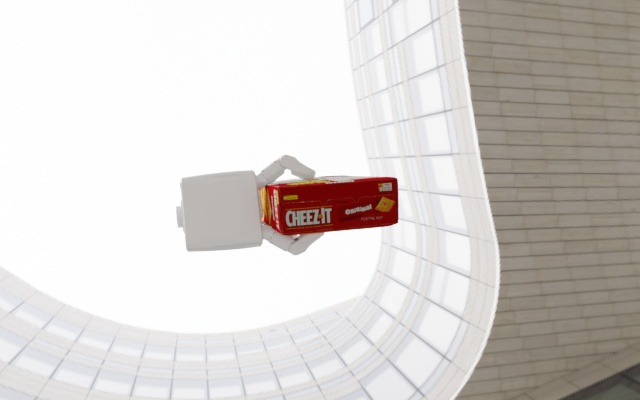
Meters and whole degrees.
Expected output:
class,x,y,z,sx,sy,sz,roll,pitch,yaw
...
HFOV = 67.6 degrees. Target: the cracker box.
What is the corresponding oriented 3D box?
class,x,y,z,sx,sy,sz,roll,pitch,yaw
cracker box,0.000,0.002,0.715,0.164,0.072,0.213,-5,5,-14
